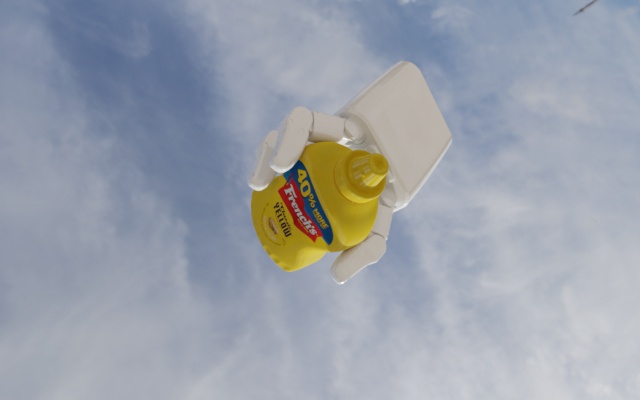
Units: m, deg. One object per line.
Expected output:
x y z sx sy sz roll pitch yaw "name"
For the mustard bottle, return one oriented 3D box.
0.000 0.002 0.428 0.058 0.096 0.192 -18 -8 -32 "mustard bottle"
